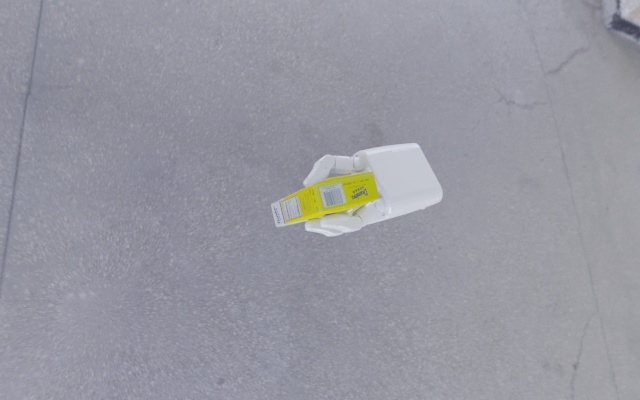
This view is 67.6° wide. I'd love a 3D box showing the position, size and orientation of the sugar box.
[{"bbox_3d":[0.000,0.003,0.706,0.093,0.048,0.176,-11,-7,-26],"label":"sugar box"}]
